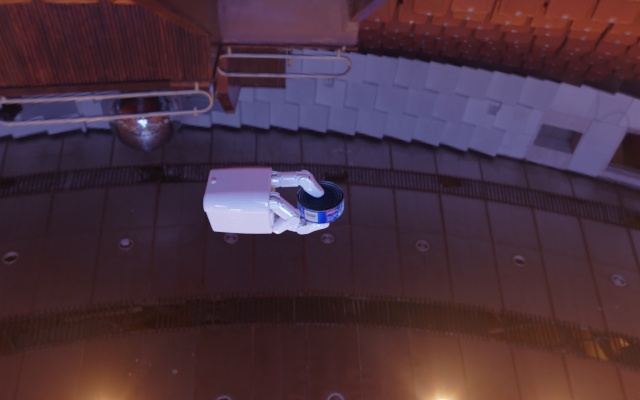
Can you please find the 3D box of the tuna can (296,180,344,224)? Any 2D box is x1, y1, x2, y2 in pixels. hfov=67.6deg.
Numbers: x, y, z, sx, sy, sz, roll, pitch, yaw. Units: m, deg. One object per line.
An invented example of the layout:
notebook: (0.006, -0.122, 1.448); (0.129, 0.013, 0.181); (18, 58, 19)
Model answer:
tuna can: (0.000, 0.003, 0.863); (0.086, 0.034, 0.086); (-1, 40, 1)
